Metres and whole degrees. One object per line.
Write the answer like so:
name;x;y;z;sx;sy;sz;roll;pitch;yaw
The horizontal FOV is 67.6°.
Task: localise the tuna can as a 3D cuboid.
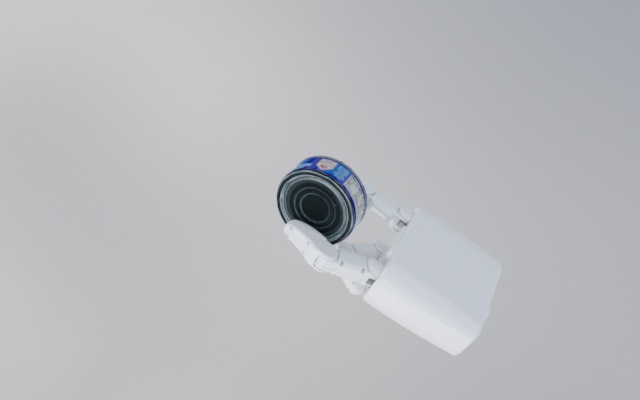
tuna can;0.000;0.002;0.469;0.086;0.086;0.033;0;27;29
